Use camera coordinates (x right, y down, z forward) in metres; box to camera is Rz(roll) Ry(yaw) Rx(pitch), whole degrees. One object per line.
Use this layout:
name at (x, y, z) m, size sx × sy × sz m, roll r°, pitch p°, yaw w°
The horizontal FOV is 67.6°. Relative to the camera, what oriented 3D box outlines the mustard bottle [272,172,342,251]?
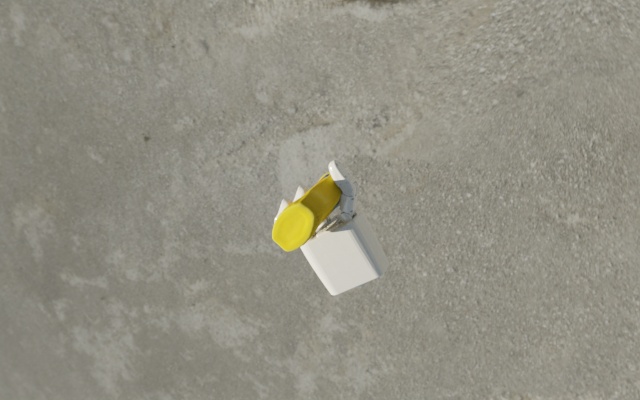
mustard bottle at (0.000, 0.002, 0.773) m, size 0.058 × 0.096 × 0.191 m, roll 40°, pitch 37°, yaw 5°
